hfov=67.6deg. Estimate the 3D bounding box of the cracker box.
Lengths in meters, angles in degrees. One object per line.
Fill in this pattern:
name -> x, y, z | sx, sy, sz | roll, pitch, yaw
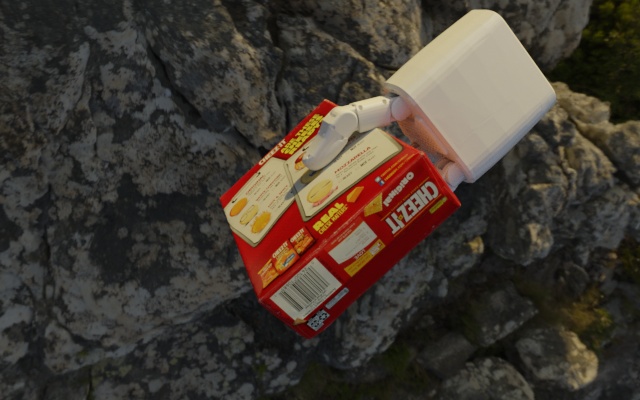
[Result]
cracker box -> 0.000, 0.001, 0.449 | 0.072, 0.164, 0.213 | 47, 1, -28
